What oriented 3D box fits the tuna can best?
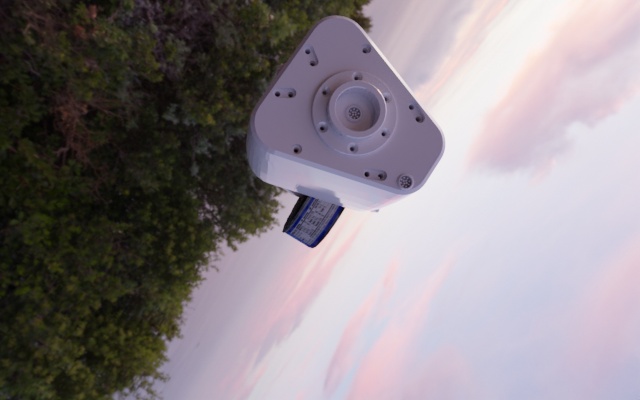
[{"bbox_3d":[0.001,0.002,0.451,0.034,0.086,0.086,32,-4,-7],"label":"tuna can"}]
